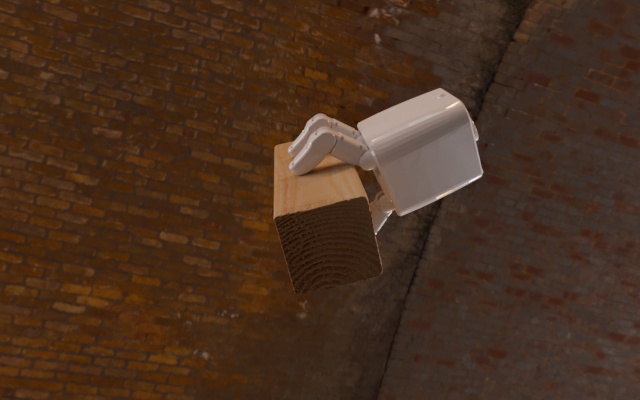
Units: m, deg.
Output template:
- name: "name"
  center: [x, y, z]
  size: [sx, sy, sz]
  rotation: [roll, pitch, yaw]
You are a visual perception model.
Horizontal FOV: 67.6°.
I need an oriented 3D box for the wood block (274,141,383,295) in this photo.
- name: "wood block"
  center: [0.001, 0.002, 0.538]
  size: [0.090, 0.091, 0.206]
  rotation: [-13, 25, 1]
